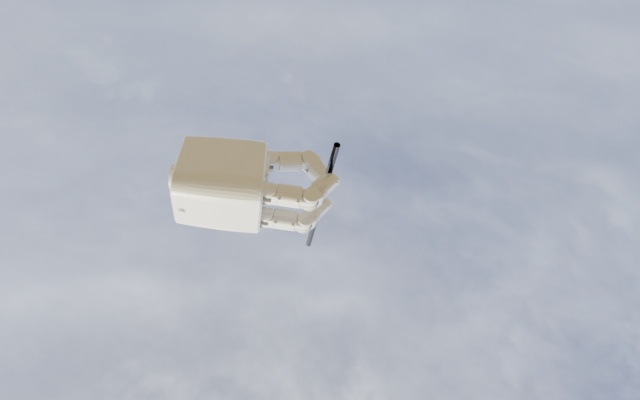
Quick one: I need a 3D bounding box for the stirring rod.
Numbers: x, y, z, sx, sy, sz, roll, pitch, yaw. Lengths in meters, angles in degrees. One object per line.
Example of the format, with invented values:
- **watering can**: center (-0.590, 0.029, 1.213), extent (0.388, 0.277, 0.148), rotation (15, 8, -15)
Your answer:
- **stirring rod**: center (0.000, 0.002, 0.646), extent (0.011, 0.011, 0.240), rotation (0, -33, -11)
